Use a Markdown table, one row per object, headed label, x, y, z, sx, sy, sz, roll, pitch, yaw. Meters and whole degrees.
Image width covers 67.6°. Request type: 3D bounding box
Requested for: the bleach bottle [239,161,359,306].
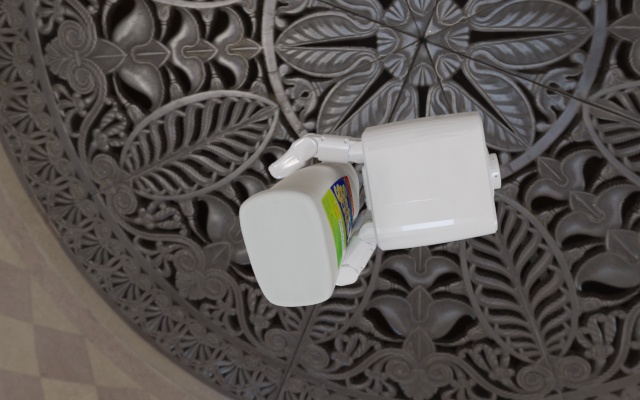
| label | x | y | z | sx | sy | sz | roll | pitch | yaw |
| --- | --- | --- | --- | --- | --- | --- | --- | --- | --- |
| bleach bottle | 0.000 | 0.002 | 0.482 | 0.068 | 0.102 | 0.250 | -8 | 17 | 15 |
